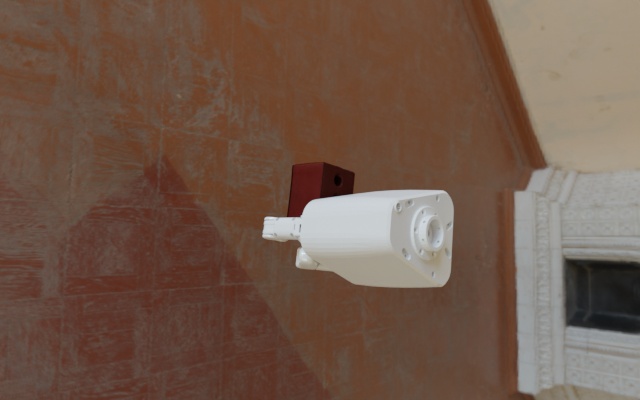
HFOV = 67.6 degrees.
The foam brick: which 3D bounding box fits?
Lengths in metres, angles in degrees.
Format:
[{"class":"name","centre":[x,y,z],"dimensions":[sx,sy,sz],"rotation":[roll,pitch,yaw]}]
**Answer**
[{"class":"foam brick","centre":[0.000,0.001,0.525],"dimensions":[0.053,0.078,0.051],"rotation":[15,-14,-43]}]
